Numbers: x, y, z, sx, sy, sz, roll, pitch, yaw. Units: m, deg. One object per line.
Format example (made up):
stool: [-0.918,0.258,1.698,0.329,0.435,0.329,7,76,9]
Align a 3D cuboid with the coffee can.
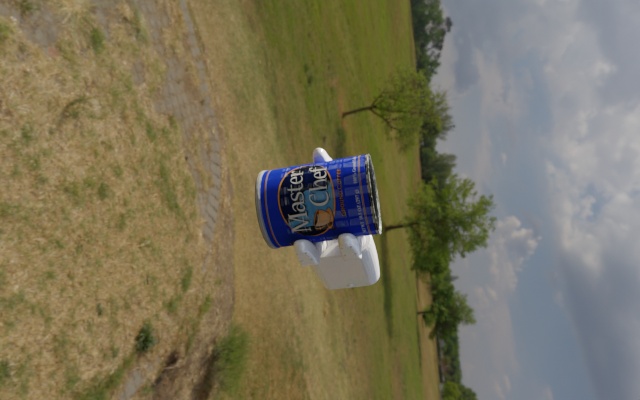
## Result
coffee can: [0.000,0.002,0.607,0.140,0.103,0.103,-9,-2,11]
